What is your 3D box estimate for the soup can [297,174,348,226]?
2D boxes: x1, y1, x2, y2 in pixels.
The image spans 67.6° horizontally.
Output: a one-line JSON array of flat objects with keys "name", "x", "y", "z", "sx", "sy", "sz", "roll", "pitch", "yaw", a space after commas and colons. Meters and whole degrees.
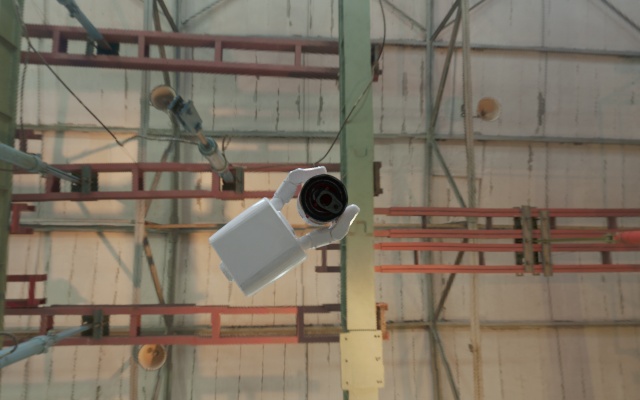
[{"name": "soup can", "x": 0.000, "y": 0.002, "z": 0.708, "sx": 0.068, "sy": 0.068, "sz": 0.102, "roll": 0, "pitch": -6, "yaw": -6}]
